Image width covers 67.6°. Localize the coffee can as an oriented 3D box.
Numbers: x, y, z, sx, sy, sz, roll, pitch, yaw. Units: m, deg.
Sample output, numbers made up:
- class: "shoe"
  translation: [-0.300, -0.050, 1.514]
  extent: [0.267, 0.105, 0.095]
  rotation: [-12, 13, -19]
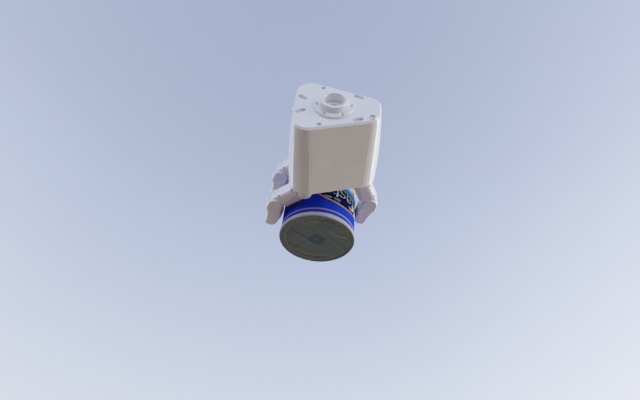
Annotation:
- class: "coffee can"
  translation: [0.000, 0.003, 0.692]
  extent: [0.103, 0.140, 0.103]
  rotation: [3, -42, 3]
